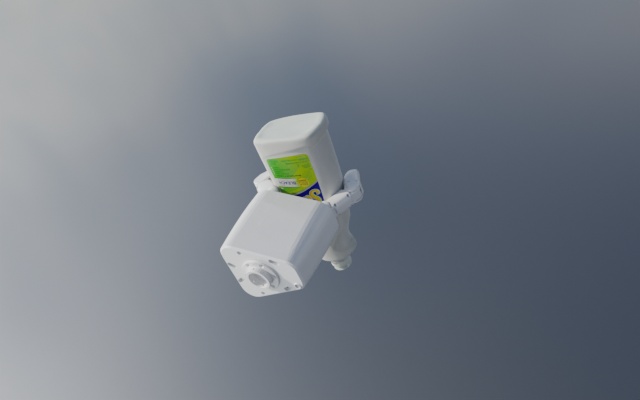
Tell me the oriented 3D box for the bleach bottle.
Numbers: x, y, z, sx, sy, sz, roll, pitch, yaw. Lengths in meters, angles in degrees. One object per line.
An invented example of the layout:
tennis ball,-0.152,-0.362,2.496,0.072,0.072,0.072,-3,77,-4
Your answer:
bleach bottle,0.000,0.002,0.679,0.102,0.251,0.068,-3,38,30
